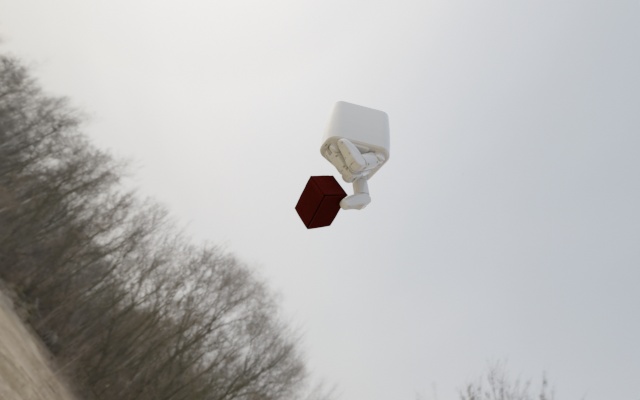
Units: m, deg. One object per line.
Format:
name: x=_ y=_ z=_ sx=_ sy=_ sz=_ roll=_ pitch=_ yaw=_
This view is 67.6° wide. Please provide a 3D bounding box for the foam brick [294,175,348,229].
foam brick: x=0.000 y=0.003 z=0.816 sx=0.053 sy=0.078 sz=0.051 roll=-4 pitch=45 yaw=-39
